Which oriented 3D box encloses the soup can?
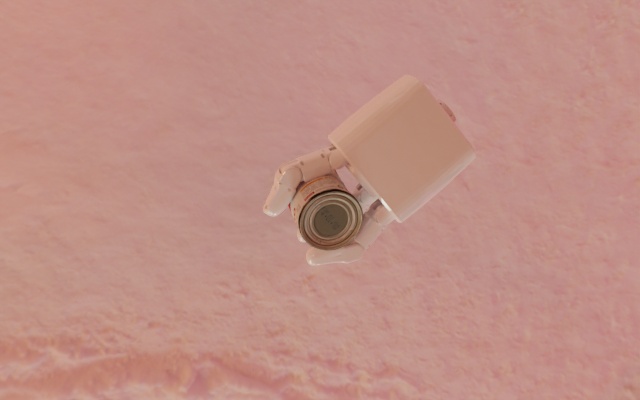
[{"bbox_3d":[0.000,0.002,0.512,0.068,0.068,0.102,0,23,-14],"label":"soup can"}]
